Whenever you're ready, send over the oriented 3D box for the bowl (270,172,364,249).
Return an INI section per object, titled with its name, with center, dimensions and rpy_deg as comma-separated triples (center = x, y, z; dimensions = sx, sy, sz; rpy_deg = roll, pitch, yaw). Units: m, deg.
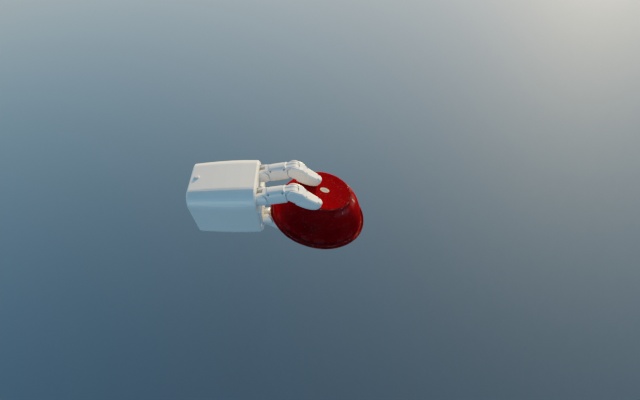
[bowl]
center = 0.001, 0.002, 0.794
dimensions = 0.162, 0.055, 0.162
rpy_deg = 9, 43, -8
